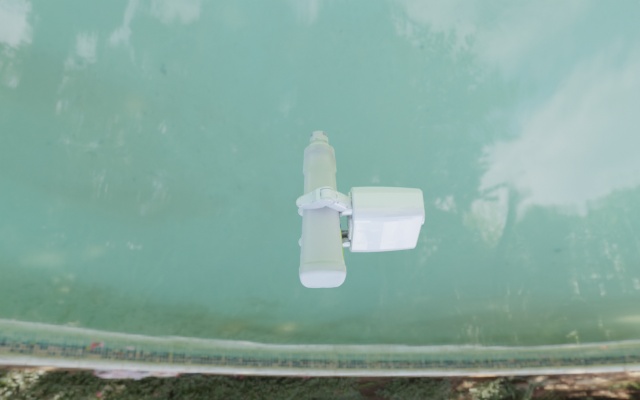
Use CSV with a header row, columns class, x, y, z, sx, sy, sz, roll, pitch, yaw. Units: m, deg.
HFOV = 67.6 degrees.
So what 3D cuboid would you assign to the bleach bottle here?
class,x,y,z,sx,sy,sz,roll,pitch,yaw
bleach bottle,0.000,0.003,0.744,0.068,0.250,0.103,-1,-22,-1
